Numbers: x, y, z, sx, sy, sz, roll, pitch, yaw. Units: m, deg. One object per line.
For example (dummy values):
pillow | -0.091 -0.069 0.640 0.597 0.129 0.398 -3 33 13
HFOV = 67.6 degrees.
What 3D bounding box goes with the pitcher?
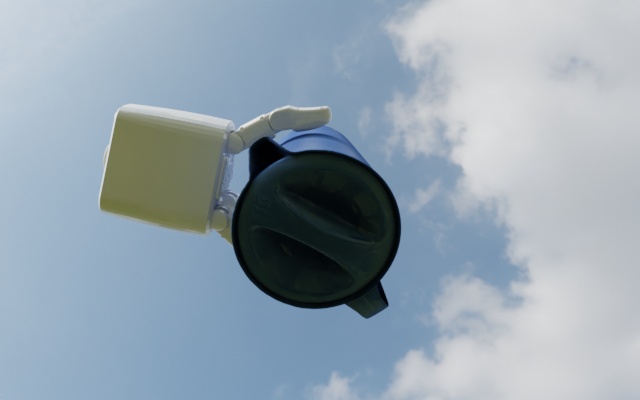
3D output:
pitcher | 0.000 0.001 0.483 0.145 0.149 0.242 10 17 -4
